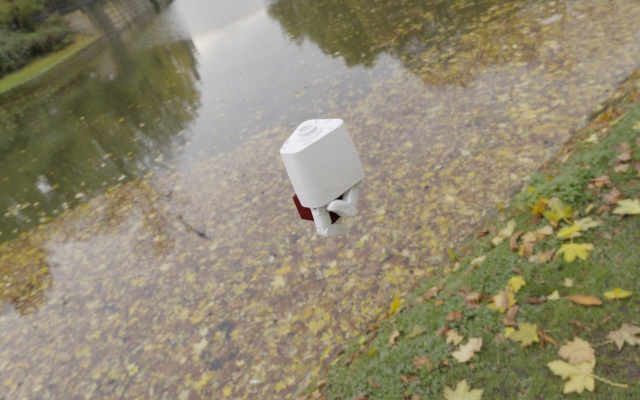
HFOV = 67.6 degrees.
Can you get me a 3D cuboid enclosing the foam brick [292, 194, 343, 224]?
[{"bbox_3d":[0.000,0.003,0.837,0.078,0.051,0.053,7,42,42],"label":"foam brick"}]
